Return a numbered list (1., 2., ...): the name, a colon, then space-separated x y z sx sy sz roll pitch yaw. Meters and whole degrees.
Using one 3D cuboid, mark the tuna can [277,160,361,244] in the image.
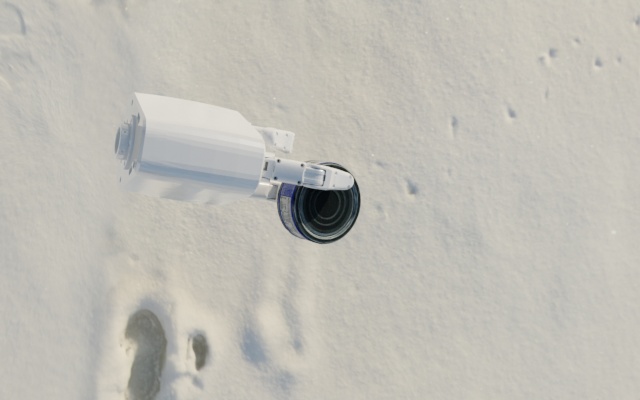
1. tuna can: 0.000 0.002 0.497 0.086 0.086 0.033 0 7 -34
